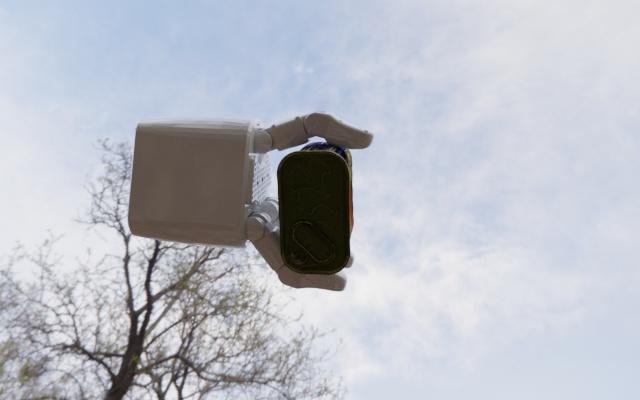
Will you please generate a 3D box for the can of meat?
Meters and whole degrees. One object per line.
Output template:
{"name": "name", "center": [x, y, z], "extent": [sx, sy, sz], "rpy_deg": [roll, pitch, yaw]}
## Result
{"name": "can of meat", "center": [0.000, 0.001, 0.416], "extent": [0.057, 0.102, 0.084], "rpy_deg": [0, 14, 8]}
